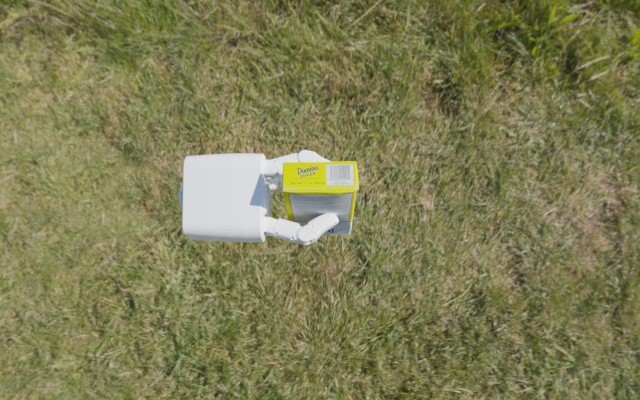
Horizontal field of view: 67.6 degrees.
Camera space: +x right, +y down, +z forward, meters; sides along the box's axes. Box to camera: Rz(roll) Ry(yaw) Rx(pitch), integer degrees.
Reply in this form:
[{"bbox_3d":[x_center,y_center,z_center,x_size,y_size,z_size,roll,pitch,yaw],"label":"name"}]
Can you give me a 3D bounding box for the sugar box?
[{"bbox_3d":[0.000,0.002,0.657,0.093,0.048,0.176,0,-19,0],"label":"sugar box"}]
